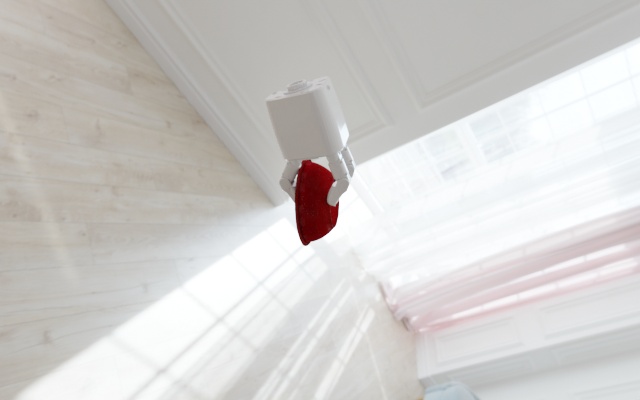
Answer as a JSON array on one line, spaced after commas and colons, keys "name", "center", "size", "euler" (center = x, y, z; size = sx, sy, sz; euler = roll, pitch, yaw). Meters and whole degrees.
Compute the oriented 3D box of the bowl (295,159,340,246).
[{"name": "bowl", "center": [0.001, 0.004, 0.861], "size": [0.055, 0.162, 0.162], "euler": [1, 0, 12]}]
